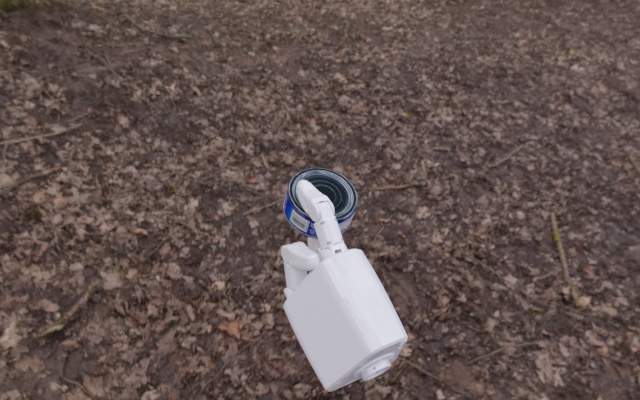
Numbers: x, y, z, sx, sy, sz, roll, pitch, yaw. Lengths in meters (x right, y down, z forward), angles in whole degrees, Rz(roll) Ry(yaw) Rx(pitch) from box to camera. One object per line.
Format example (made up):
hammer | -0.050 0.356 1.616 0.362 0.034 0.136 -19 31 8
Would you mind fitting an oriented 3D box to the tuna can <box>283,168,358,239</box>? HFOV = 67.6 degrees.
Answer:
tuna can | 0.000 0.001 0.568 0.086 0.086 0.034 0 -39 -15
